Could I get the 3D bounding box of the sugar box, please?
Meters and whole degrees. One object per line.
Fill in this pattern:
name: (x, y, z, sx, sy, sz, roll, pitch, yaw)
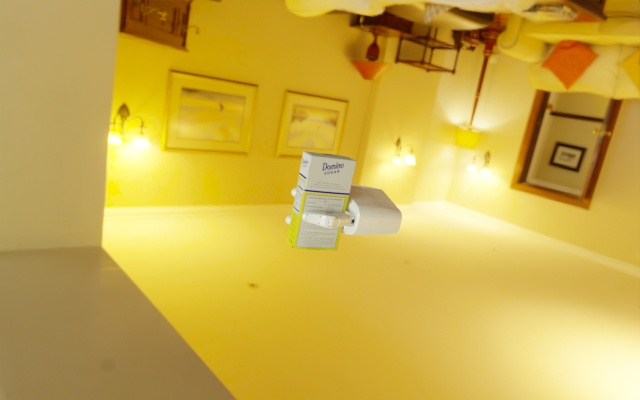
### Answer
sugar box: (0.000, 0.003, 0.870, 0.093, 0.176, 0.048, 5, 14, -26)
